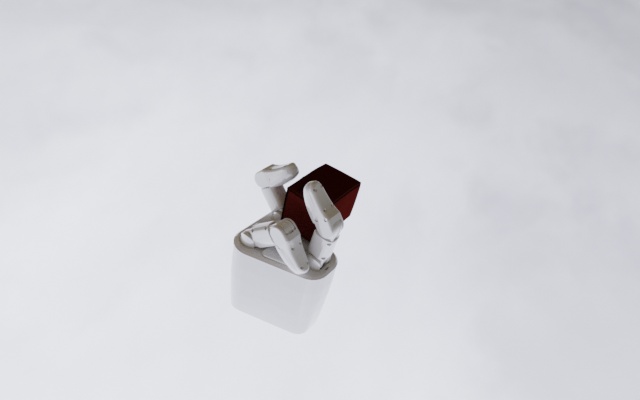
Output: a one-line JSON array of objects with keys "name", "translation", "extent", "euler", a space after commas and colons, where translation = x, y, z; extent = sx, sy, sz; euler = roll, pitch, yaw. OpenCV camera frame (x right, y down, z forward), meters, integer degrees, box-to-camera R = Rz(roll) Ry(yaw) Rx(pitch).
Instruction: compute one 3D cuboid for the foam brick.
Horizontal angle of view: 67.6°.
[{"name": "foam brick", "translation": [0.000, 0.002, 0.548], "extent": [0.053, 0.051, 0.078], "euler": [32, 41, 22]}]
